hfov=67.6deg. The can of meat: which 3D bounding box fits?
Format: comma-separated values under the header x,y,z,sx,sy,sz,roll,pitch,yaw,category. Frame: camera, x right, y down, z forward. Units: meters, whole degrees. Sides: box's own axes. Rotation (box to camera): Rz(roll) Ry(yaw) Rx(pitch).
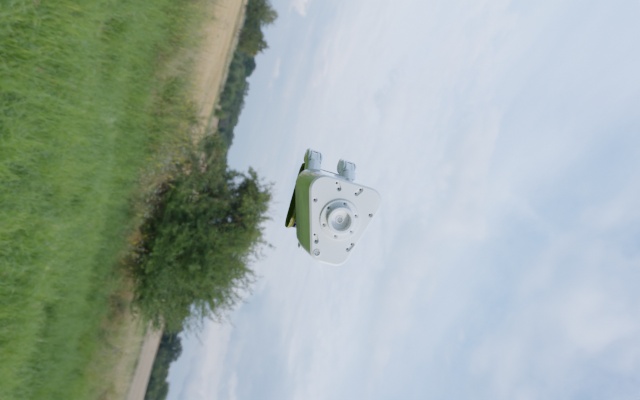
x,y,z,sx,sy,sz,roll,pitch,yaw,category
0.000,0.003,0.731,0.084,0.102,0.057,15,-1,-11,can of meat
